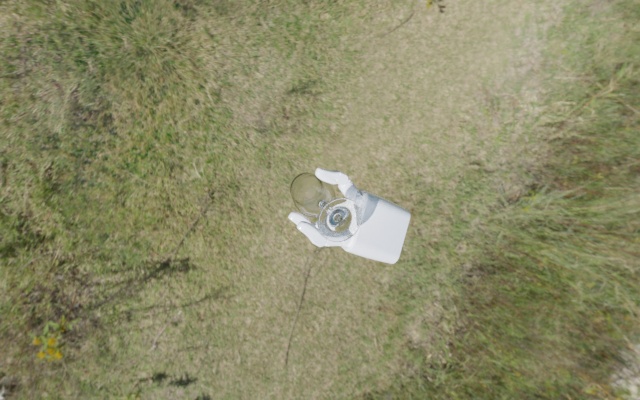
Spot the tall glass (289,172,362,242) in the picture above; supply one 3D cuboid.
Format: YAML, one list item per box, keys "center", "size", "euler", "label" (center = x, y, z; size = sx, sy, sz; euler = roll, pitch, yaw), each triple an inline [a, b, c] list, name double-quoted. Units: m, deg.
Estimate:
- center: [0.000, 0.003, 0.846]
  size: [0.079, 0.079, 0.201]
  euler: [0, 17, -20]
  label: "tall glass"
